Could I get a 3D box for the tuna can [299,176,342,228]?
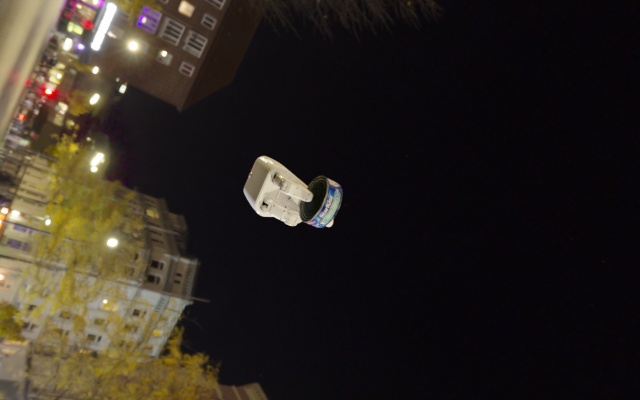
[{"bbox_3d":[0.001,0.003,0.819,0.034,0.086,0.086,24,-11,-26],"label":"tuna can"}]
